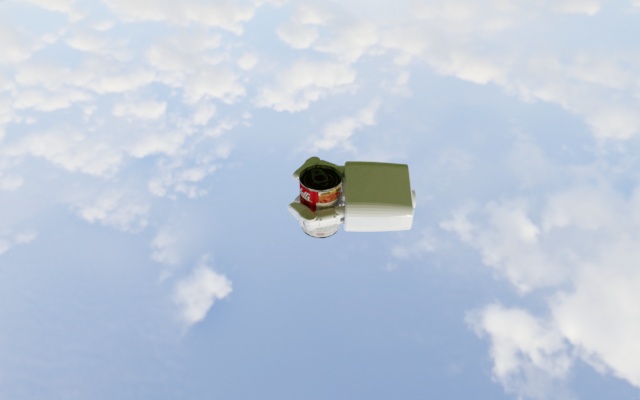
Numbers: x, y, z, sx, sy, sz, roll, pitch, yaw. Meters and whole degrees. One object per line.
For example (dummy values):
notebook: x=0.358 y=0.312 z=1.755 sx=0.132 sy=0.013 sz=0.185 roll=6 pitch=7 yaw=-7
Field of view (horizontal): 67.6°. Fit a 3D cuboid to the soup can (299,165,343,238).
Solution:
soup can: x=0.000 y=0.003 z=0.775 sx=0.068 sy=0.102 sz=0.068 roll=0 pitch=40 yaw=0
